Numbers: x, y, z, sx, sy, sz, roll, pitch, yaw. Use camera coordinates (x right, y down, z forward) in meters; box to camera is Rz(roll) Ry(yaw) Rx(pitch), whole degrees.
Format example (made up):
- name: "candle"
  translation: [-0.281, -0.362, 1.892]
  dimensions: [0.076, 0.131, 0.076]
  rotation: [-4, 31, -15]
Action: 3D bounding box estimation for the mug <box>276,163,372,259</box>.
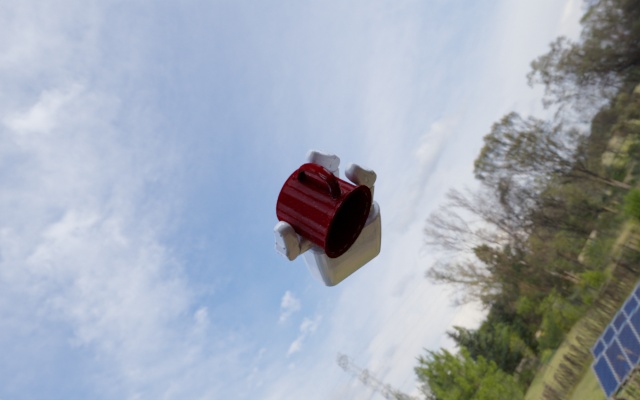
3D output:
- name: "mug"
  translation: [0.000, 0.001, 0.554]
  dimensions: [0.081, 0.093, 0.117]
  rotation: [27, -28, 27]
